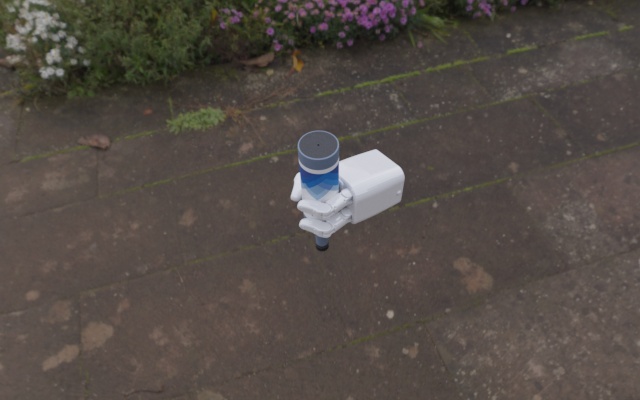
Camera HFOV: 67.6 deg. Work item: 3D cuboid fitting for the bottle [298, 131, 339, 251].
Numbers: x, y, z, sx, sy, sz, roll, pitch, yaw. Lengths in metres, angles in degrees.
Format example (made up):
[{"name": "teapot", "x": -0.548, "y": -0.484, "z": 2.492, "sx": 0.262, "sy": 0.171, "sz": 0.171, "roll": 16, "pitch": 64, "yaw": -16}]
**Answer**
[{"name": "bottle", "x": 0.000, "y": 0.003, "z": 0.876, "sx": 0.069, "sy": 0.069, "sz": 0.296, "roll": 0, "pitch": -39, "yaw": 2}]
